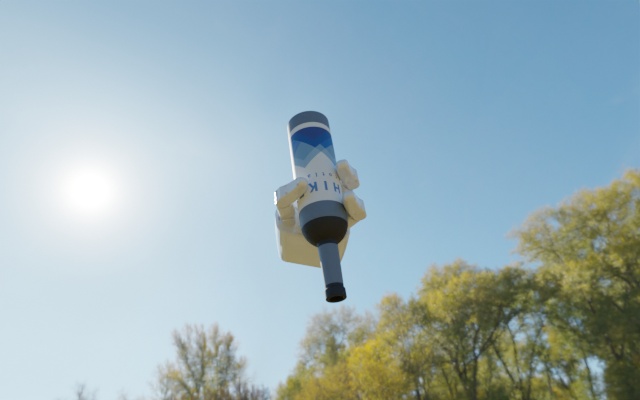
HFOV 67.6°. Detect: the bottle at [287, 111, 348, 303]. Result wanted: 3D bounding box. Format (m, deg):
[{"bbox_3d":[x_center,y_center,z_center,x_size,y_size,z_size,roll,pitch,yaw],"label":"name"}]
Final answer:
[{"bbox_3d":[0.000,0.002,0.681,0.069,0.295,0.069,-7,-33,-4],"label":"bottle"}]
